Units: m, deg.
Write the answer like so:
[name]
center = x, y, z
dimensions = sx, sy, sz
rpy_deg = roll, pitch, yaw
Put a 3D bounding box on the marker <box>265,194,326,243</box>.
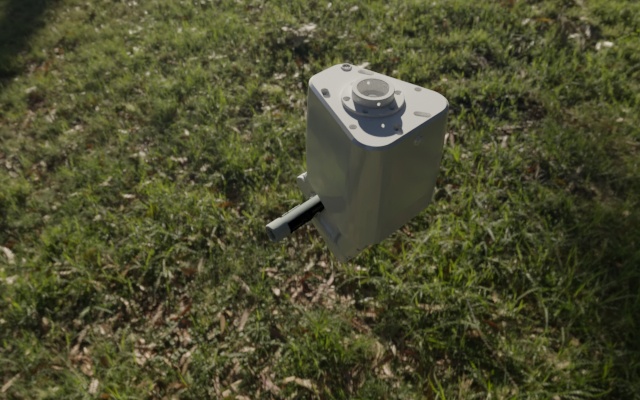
[marker]
center = 0.000, 0.002, 0.460
dimensions = 0.121, 0.020, 0.020
rpy_deg = -33, 17, -27
